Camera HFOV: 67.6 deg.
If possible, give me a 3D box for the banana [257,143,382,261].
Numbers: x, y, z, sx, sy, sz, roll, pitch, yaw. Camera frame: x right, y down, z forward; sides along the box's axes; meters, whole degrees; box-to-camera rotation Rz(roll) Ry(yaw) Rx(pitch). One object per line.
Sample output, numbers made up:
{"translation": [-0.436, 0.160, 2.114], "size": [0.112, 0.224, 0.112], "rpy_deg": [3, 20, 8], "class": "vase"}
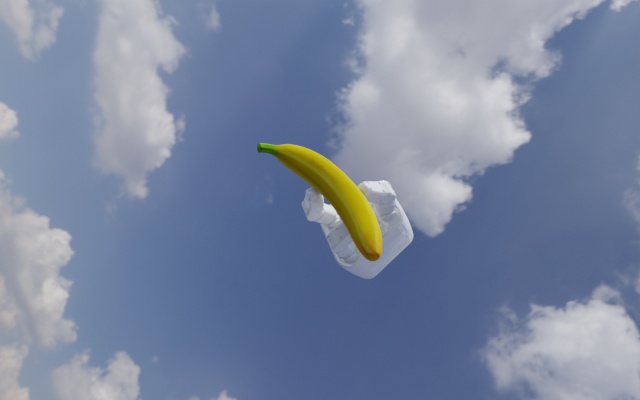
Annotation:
{"translation": [0.011, -0.008, 0.552], "size": [0.069, 0.037, 0.197], "rpy_deg": [-29, 61, -36], "class": "banana"}
